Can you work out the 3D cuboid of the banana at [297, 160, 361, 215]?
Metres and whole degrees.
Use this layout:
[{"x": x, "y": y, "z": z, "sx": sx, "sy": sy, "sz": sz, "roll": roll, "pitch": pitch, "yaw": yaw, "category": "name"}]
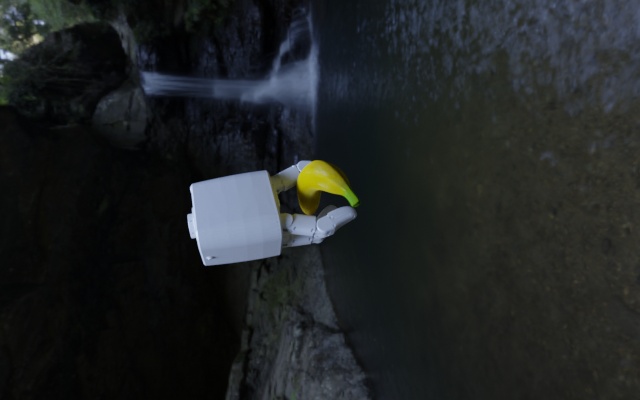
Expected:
[{"x": -0.004, "y": -0.016, "z": 0.631, "sx": 0.037, "sy": 0.069, "sz": 0.198, "roll": -17, "pitch": 1, "yaw": -16, "category": "banana"}]
